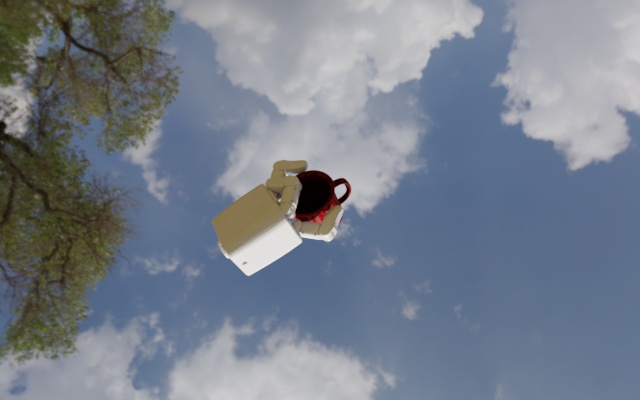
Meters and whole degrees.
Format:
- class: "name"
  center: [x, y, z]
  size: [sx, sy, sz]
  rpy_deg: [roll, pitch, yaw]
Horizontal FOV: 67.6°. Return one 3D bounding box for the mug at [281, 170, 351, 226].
- class: "mug"
  center: [0.001, 0.002, 0.815]
  size: [0.117, 0.093, 0.081]
  rpy_deg: [-32, -38, -3]
